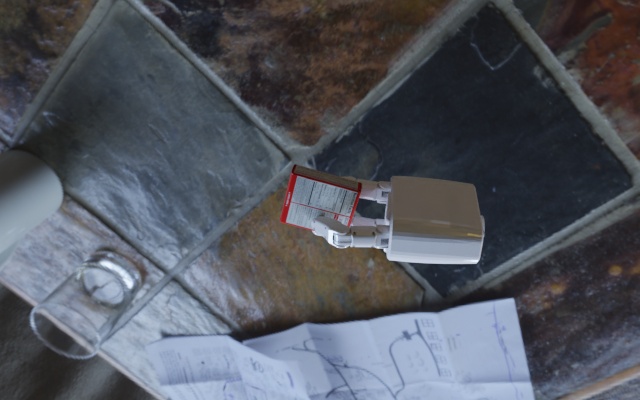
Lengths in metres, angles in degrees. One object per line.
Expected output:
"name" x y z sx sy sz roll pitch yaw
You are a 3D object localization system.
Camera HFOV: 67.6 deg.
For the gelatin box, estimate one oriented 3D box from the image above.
"gelatin box" 0.000 0.002 0.600 0.089 0.073 0.030 15 30 -2
